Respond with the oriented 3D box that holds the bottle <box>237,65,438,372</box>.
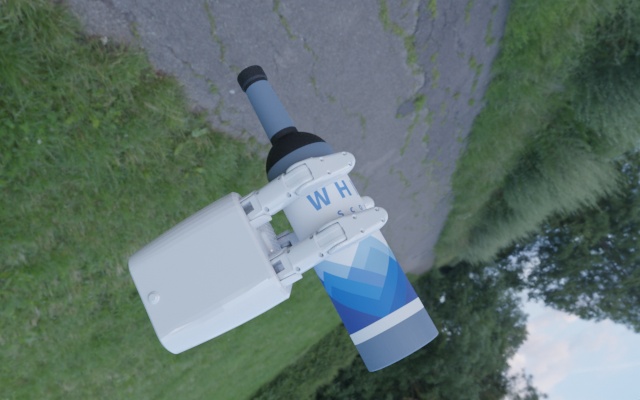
[{"bbox_3d":[0.000,0.002,0.432,0.069,0.295,0.069,-27,-14,-7],"label":"bottle"}]
